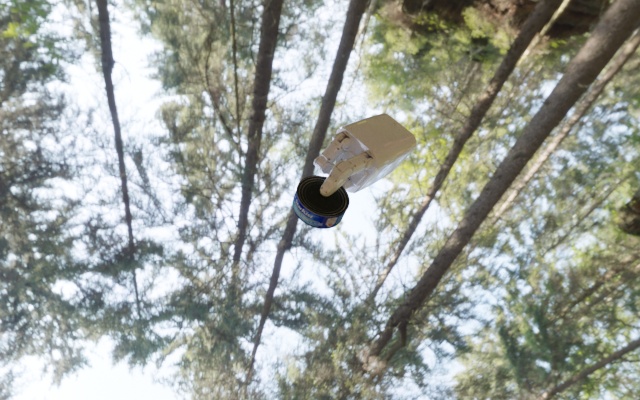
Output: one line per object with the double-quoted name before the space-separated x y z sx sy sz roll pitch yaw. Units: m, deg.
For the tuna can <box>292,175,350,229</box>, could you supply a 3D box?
"tuna can" 0.000 0.003 0.744 0.086 0.086 0.034 0 -42 -22
